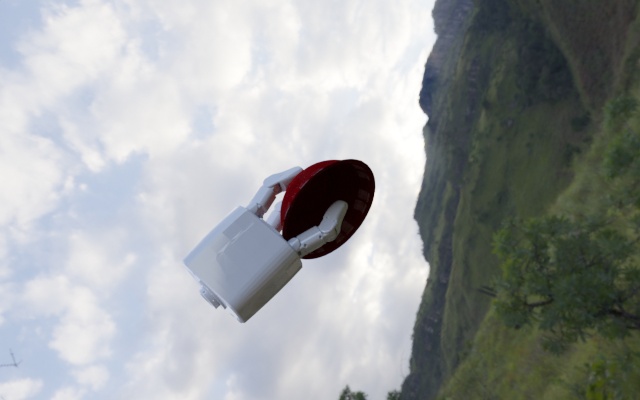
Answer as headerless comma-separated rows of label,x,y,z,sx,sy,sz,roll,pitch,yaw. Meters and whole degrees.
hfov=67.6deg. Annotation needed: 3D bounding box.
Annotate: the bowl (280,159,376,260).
bowl,0.001,0.001,0.670,0.162,0.162,0.055,0,31,-44
